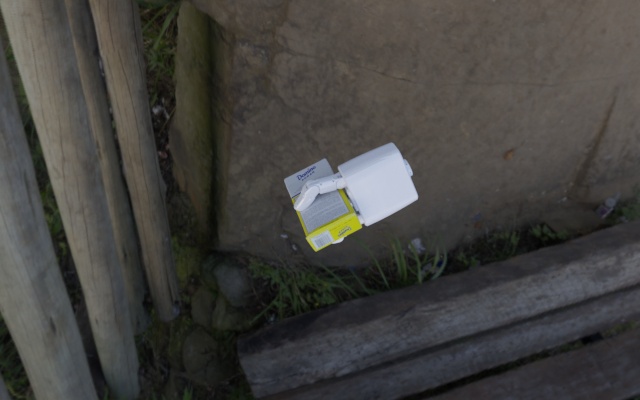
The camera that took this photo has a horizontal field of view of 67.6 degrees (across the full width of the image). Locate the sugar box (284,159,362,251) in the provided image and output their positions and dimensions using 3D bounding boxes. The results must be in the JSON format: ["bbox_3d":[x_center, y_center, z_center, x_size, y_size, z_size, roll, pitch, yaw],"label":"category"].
[{"bbox_3d":[0.000,0.003,0.862,0.093,0.048,0.176,-27,38,2],"label":"sugar box"}]
